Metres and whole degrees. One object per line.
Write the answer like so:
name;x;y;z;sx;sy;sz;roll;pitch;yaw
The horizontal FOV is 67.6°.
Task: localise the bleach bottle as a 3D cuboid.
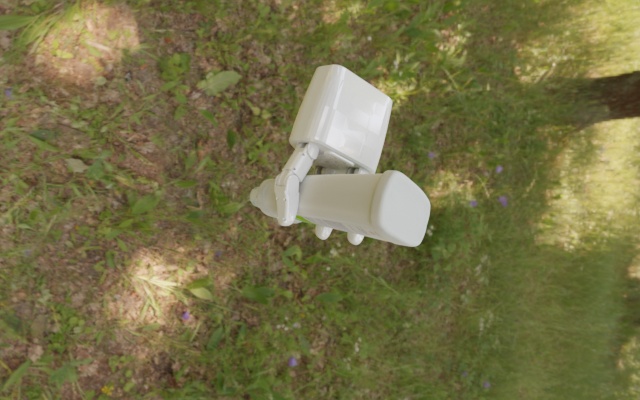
bleach bottle;0.000;0.002;0.586;0.251;0.068;0.103;6;-17;41
